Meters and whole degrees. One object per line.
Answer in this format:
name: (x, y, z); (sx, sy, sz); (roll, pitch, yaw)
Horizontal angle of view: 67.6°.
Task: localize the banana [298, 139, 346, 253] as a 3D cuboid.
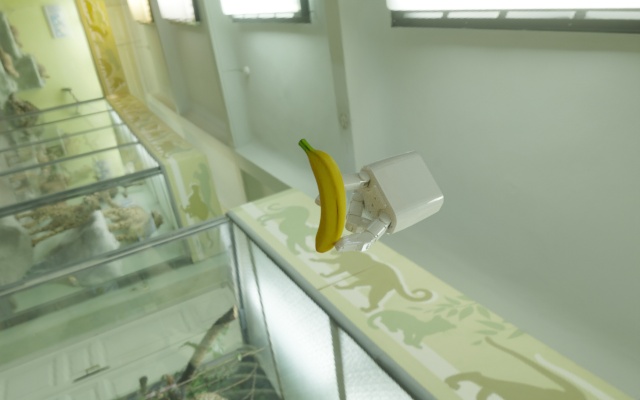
banana: (0.010, 0.007, 0.695); (0.037, 0.198, 0.069); (-22, 34, -25)
